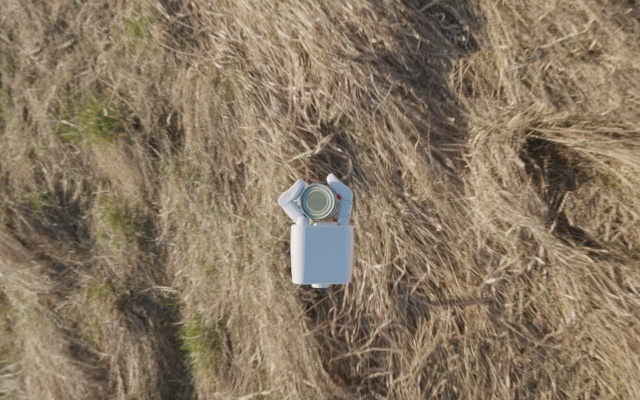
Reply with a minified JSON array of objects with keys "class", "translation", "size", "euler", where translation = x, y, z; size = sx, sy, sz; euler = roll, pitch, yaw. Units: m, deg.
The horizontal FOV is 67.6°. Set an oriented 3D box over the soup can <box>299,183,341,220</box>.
[{"class":"soup can","translation":[0.000,0.002,0.898],"size":[0.068,0.068,0.102],"euler":[0,-1,8]}]
